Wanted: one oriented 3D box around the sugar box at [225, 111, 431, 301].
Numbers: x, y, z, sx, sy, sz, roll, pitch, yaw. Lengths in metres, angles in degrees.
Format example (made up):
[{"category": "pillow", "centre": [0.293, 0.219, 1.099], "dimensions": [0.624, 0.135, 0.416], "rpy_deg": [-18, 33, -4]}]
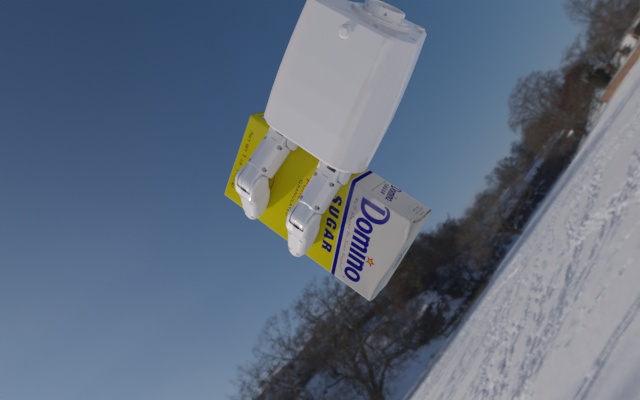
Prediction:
[{"category": "sugar box", "centre": [0.000, 0.001, 0.434], "dimensions": [0.176, 0.093, 0.048], "rpy_deg": [35, 32, 19]}]
